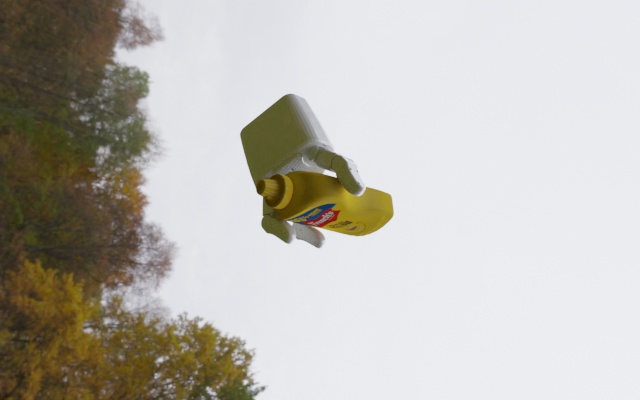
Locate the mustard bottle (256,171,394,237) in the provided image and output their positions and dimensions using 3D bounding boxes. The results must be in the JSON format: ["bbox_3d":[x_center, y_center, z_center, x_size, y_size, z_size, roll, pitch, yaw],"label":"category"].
[{"bbox_3d":[0.000,0.002,0.608,0.192,0.058,0.096,15,-27,-41],"label":"mustard bottle"}]
